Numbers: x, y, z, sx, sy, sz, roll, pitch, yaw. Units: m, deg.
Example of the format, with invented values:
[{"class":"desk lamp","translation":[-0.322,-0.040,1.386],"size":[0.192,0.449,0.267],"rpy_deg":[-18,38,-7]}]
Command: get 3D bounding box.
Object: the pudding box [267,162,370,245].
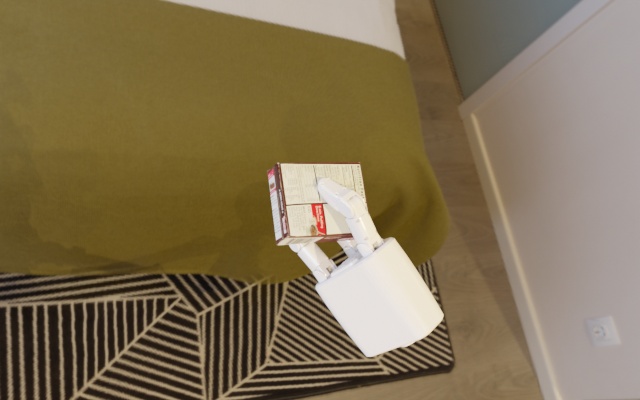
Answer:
[{"class":"pudding box","translation":[0.000,0.002,0.558],"size":[0.113,0.090,0.039],"rpy_deg":[-1,-16,-28]}]
